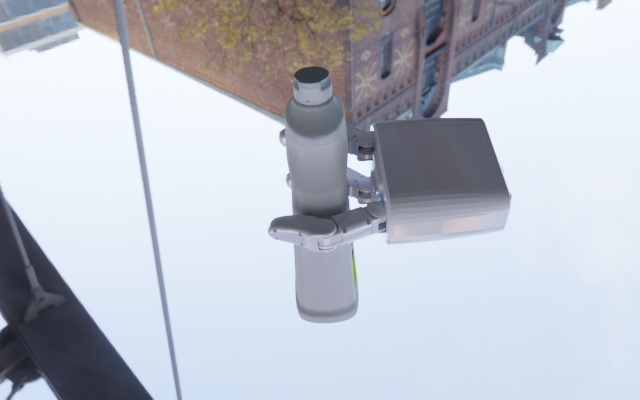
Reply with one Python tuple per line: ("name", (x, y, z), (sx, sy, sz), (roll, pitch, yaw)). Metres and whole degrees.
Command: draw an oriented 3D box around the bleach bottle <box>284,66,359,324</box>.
("bleach bottle", (0.000, 0.001, 0.448), (0.068, 0.251, 0.102), (-4, 41, 0))
